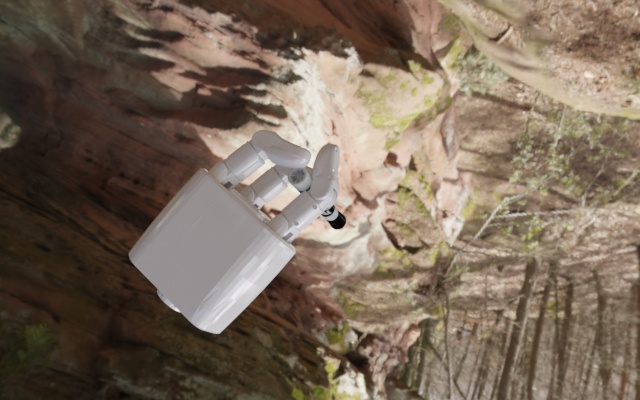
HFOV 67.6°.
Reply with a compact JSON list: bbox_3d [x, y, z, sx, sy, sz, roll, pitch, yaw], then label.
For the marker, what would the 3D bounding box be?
[{"bbox_3d":[0.000,0.002,0.476,0.020,0.020,0.121,0,-23,22],"label":"marker"}]
